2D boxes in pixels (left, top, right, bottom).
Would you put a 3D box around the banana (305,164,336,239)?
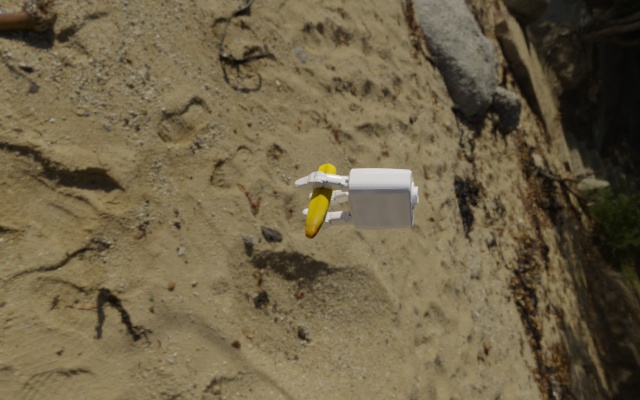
[{"bbox_3d":[0.004,-0.014,0.876,0.037,0.070,0.197,13,37,0],"label":"banana"}]
